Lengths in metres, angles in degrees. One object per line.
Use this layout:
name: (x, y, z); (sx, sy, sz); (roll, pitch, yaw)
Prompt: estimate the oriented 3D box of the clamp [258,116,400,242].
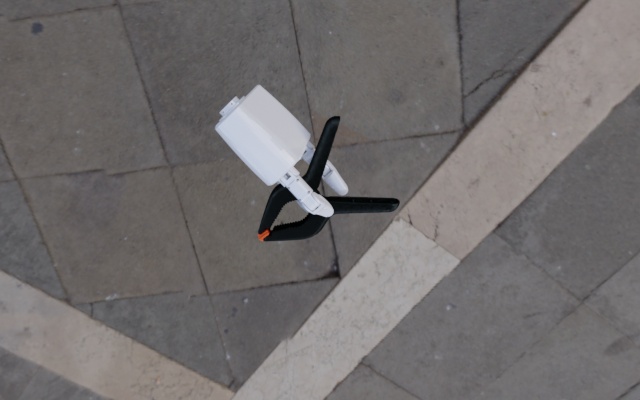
clamp: (0.000, 0.003, 0.703); (0.210, 0.164, 0.036); (-41, 13, 14)
